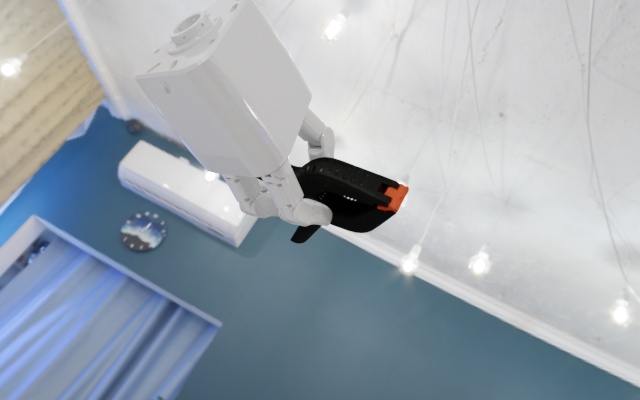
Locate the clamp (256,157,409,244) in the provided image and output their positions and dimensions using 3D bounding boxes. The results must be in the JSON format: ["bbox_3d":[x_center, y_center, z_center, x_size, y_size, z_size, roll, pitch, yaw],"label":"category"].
[{"bbox_3d":[0.001,0.001,0.492,0.210,0.036,0.165,7,-35,40],"label":"clamp"}]
